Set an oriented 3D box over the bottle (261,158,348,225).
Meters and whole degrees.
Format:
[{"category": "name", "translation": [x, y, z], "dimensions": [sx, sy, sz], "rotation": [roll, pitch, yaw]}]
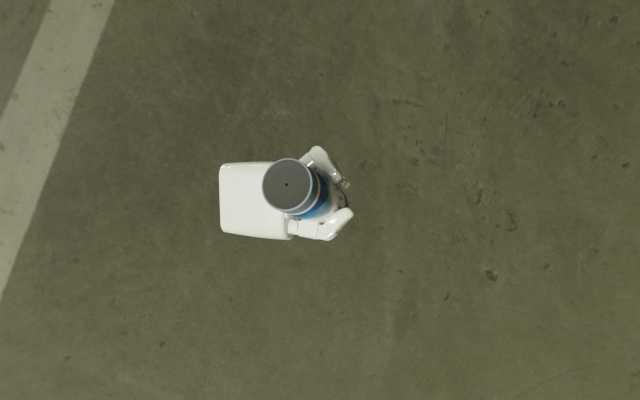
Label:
[{"category": "bottle", "translation": [0.000, 0.002, 0.718], "dimensions": [0.069, 0.069, 0.296], "rotation": [0, -9, 17]}]
